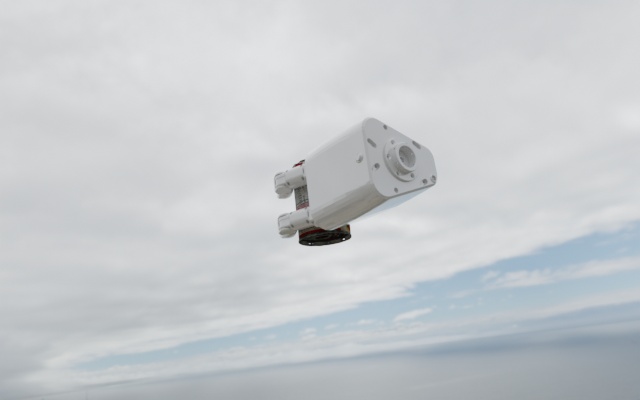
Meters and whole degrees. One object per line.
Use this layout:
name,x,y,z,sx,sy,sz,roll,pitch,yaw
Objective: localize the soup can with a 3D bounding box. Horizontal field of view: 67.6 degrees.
soup can,0.000,0.002,0.618,0.068,0.102,0.068,-6,-17,-2
